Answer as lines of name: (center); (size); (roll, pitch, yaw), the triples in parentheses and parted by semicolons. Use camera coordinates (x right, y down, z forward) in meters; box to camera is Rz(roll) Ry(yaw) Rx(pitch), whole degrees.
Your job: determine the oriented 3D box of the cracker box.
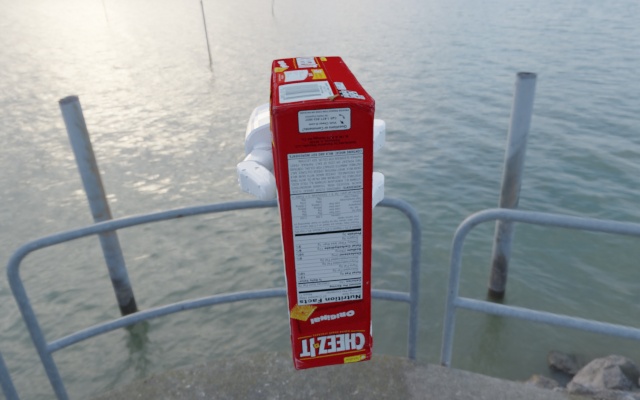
cracker box: (0.000, 0.001, 0.401); (0.072, 0.214, 0.164); (-5, 26, -4)
